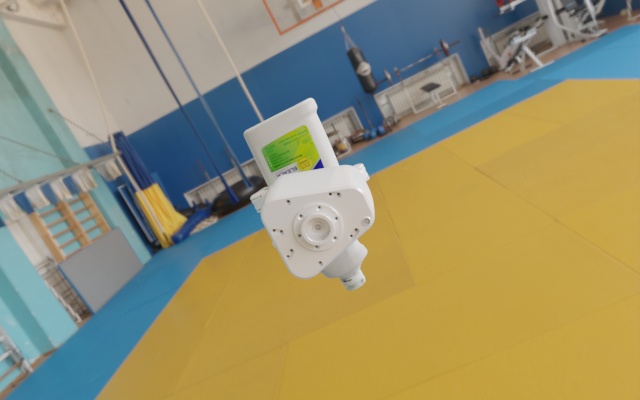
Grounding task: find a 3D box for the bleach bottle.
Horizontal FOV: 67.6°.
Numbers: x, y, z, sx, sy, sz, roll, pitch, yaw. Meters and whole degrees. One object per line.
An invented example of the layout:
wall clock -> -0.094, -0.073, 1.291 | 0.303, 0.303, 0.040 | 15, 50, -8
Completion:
bleach bottle -> 0.000, 0.002, 0.625 | 0.102, 0.251, 0.068 | -25, 12, 9
